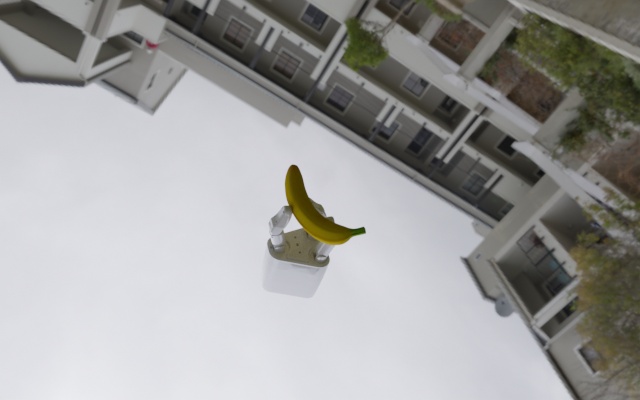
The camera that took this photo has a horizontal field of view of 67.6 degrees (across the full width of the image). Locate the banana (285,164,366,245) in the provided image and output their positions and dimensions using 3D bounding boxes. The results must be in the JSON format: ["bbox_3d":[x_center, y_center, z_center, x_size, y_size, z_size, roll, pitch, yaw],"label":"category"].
[{"bbox_3d":[-0.012,0.015,0.796,0.069,0.037,0.197,-34,57,-19],"label":"banana"}]
